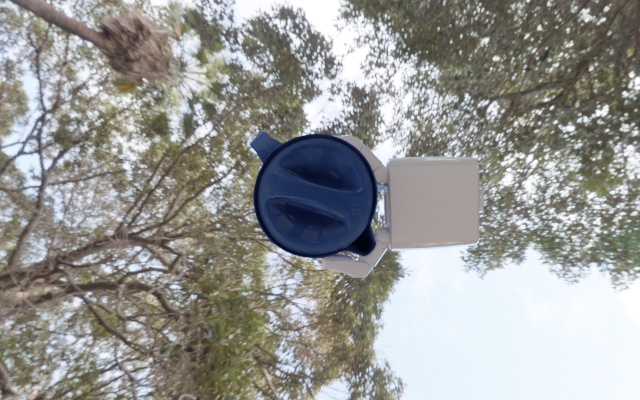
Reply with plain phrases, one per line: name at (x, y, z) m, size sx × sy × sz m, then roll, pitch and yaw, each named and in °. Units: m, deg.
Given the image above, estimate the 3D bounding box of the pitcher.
pitcher at (0.000, 0.002, 0.616) m, size 0.145 × 0.149 × 0.243 m, roll -2°, pitch -8°, yaw 6°
